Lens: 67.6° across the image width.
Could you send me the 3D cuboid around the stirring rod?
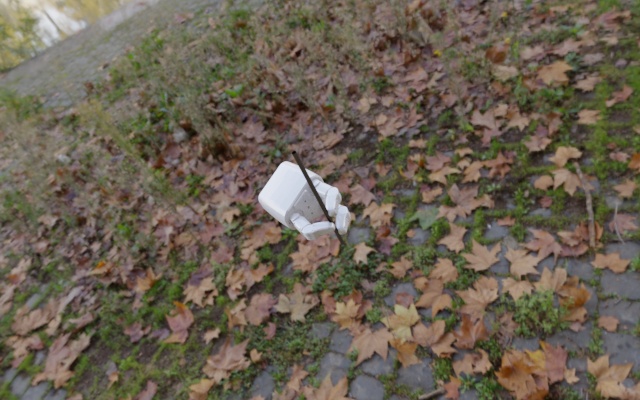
[{"bbox_3d":[0.000,0.003,0.844,0.011,0.011,0.240,0,-41,28],"label":"stirring rod"}]
